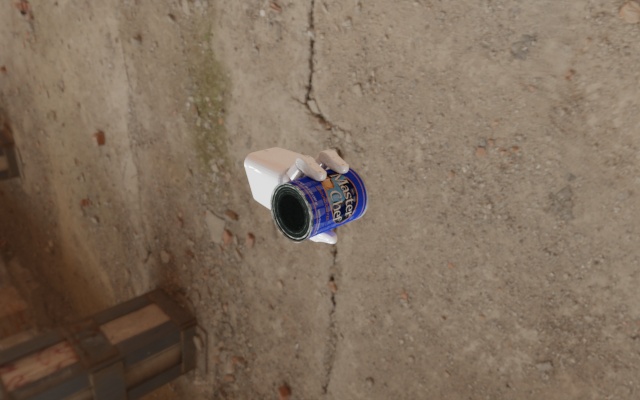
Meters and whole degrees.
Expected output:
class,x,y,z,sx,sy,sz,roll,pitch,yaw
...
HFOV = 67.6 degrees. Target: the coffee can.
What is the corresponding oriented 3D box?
class,x,y,z,sx,sy,sz,roll,pitch,yaw
coffee can,0.000,0.003,0.818,0.140,0.103,0.103,-20,13,-42
